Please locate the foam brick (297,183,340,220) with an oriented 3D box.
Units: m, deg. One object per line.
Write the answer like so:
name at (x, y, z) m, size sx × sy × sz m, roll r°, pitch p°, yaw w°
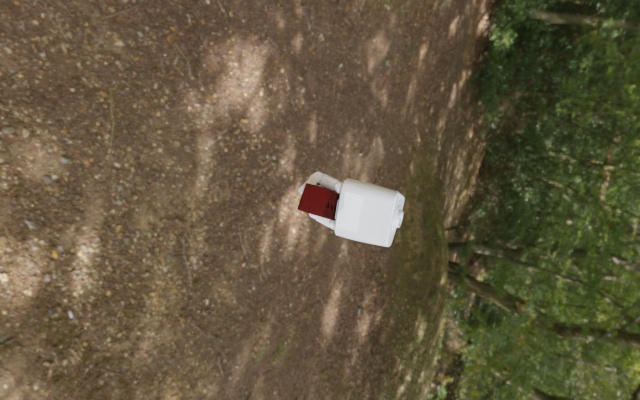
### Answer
foam brick at (0.000, 0.003, 0.891) m, size 0.051 × 0.053 × 0.078 m, roll 17°, pitch 0°, yaw 19°
